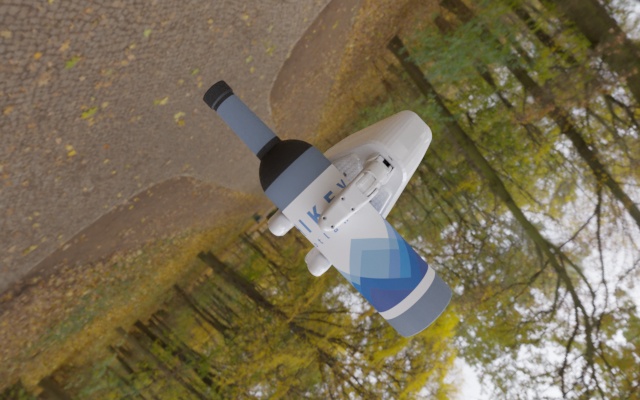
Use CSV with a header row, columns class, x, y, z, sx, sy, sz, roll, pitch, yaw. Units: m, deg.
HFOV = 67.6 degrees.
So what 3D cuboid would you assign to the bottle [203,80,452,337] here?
class,x,y,z,sx,sy,sz,roll,pitch,yaw
bottle,0.000,0.002,0.457,0.069,0.296,0.069,-44,2,2
